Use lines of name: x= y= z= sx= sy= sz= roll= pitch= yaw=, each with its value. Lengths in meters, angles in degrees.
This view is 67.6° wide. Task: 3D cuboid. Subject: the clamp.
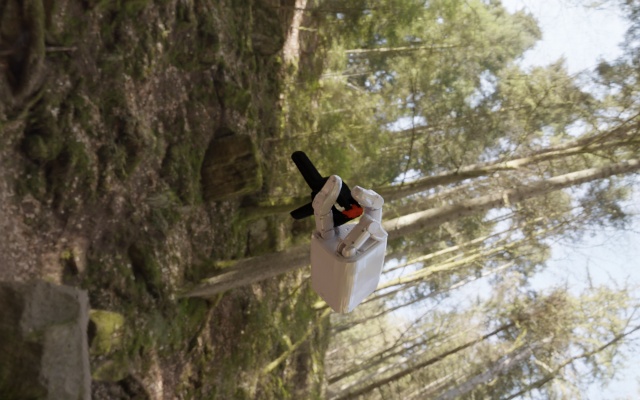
clamp: x=0.001 y=0.002 z=0.768 sx=0.039 sy=0.120 sz=0.171 roll=-16 pitch=35 yaw=-30
